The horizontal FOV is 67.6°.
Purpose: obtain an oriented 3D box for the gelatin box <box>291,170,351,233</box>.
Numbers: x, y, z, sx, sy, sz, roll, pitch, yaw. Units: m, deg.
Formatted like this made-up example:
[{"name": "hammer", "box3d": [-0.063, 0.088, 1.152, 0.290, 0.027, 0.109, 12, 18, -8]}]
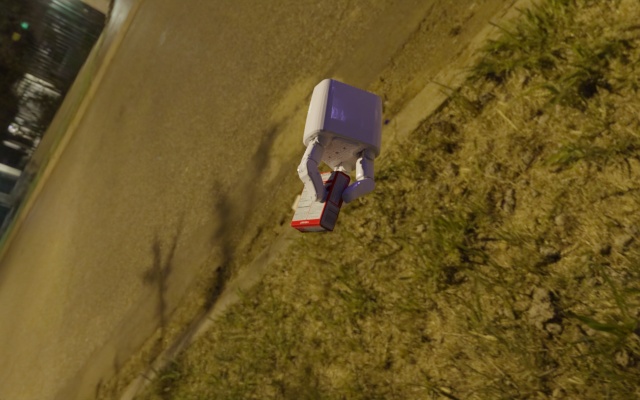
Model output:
[{"name": "gelatin box", "box3d": [0.000, 0.002, 0.701, 0.030, 0.089, 0.073, 32, -23, -31]}]
